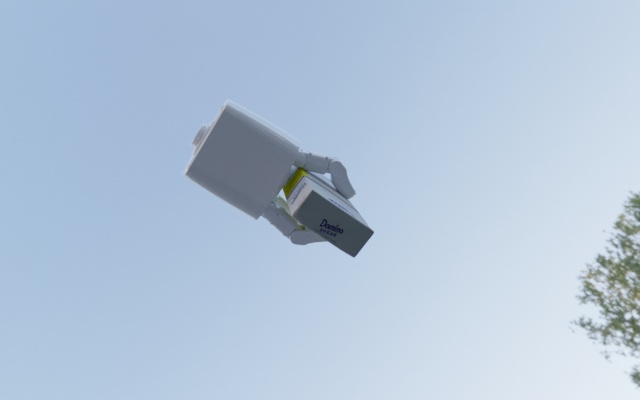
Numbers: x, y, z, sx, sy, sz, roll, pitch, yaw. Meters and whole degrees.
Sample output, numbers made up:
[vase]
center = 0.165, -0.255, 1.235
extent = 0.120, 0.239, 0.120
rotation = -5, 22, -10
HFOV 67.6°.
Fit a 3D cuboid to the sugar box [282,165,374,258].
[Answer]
[sugar box]
center = 0.000, 0.002, 0.610
extent = 0.093, 0.048, 0.176
rotation = 34, 11, -18
